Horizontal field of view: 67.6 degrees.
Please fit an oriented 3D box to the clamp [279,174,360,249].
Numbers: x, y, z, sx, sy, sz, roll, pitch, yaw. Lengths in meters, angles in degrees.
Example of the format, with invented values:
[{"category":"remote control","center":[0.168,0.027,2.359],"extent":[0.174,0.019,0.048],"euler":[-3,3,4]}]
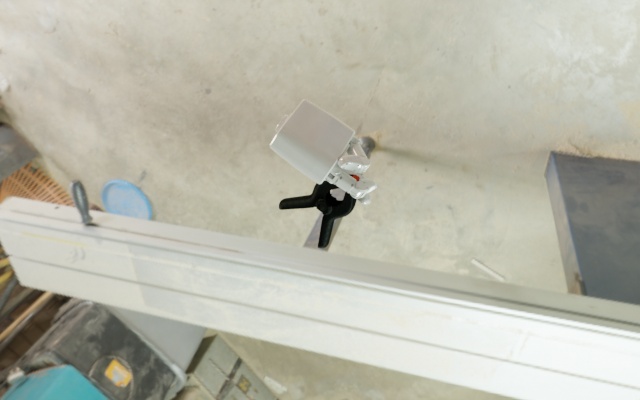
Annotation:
[{"category":"clamp","center":[0.000,0.003,0.856],"extent":[0.120,0.171,0.039],"euler":[35,36,-4]}]
